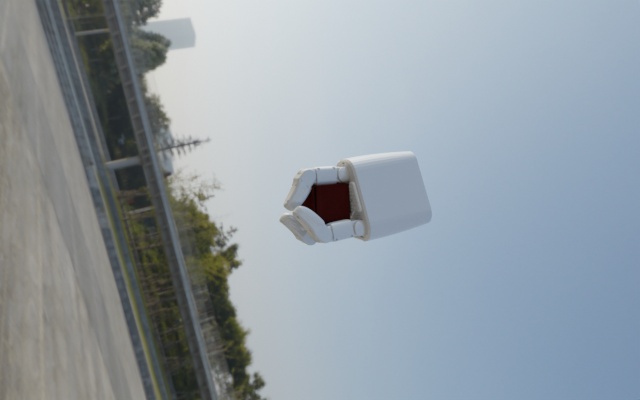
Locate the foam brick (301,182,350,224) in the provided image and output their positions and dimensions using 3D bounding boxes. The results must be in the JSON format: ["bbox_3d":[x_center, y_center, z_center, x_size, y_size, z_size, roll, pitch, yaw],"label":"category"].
[{"bbox_3d":[0.000,0.002,0.658,0.051,0.053,0.078,-7,8,-24],"label":"foam brick"}]
